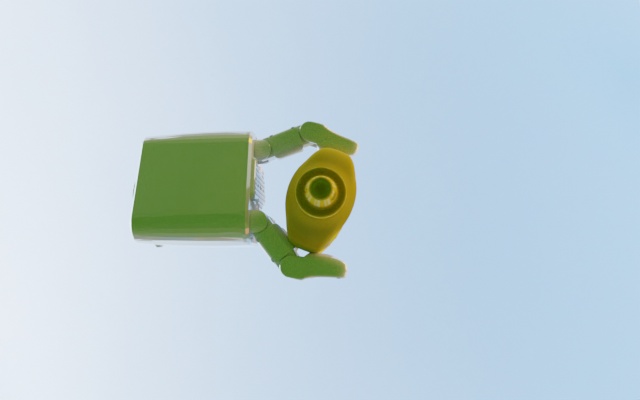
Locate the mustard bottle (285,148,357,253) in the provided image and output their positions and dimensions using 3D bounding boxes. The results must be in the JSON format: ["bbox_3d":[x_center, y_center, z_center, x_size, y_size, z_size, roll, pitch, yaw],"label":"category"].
[{"bbox_3d":[0.000,0.002,0.449,0.058,0.096,0.191,21,-6,3],"label":"mustard bottle"}]
